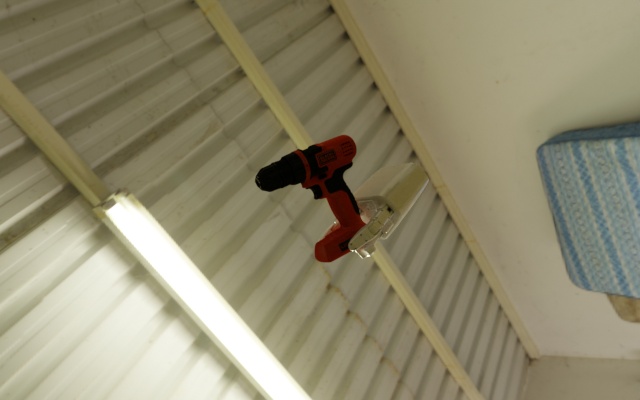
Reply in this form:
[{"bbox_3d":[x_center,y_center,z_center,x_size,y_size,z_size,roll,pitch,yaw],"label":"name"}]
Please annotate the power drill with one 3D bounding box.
[{"bbox_3d":[0.000,0.003,0.782,0.184,0.188,0.057,-25,15,-24],"label":"power drill"}]
